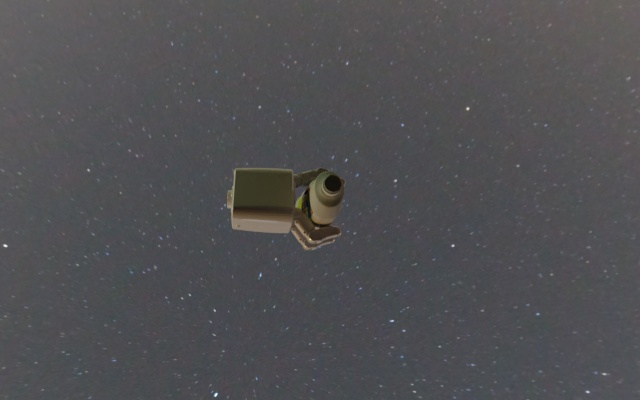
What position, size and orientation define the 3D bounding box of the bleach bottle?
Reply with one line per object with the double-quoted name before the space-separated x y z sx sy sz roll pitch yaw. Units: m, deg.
"bleach bottle" 0.000 0.003 0.866 0.068 0.102 0.251 2 -18 -9
